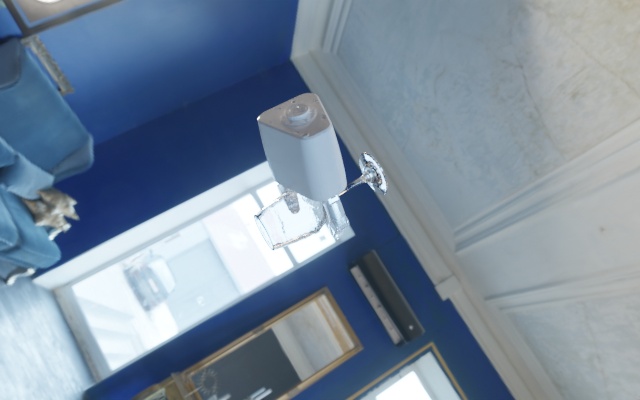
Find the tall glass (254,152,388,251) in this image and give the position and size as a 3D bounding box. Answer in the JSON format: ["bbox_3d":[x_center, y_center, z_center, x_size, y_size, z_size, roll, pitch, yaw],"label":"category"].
[{"bbox_3d":[0.001,0.002,0.730,0.201,0.079,0.079,-29,8,-16],"label":"tall glass"}]
